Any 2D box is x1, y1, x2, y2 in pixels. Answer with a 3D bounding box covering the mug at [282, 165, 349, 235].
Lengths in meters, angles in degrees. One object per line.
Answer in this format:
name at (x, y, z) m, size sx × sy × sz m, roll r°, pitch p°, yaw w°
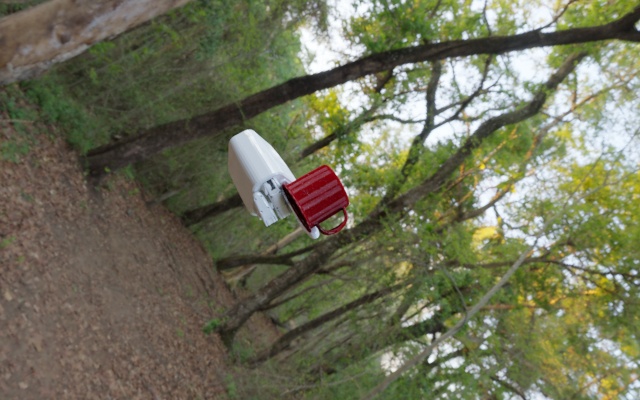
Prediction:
mug at (0.001, 0.004, 0.783) m, size 0.081 × 0.117 × 0.093 m, roll -30°, pitch -23°, yaw -9°
